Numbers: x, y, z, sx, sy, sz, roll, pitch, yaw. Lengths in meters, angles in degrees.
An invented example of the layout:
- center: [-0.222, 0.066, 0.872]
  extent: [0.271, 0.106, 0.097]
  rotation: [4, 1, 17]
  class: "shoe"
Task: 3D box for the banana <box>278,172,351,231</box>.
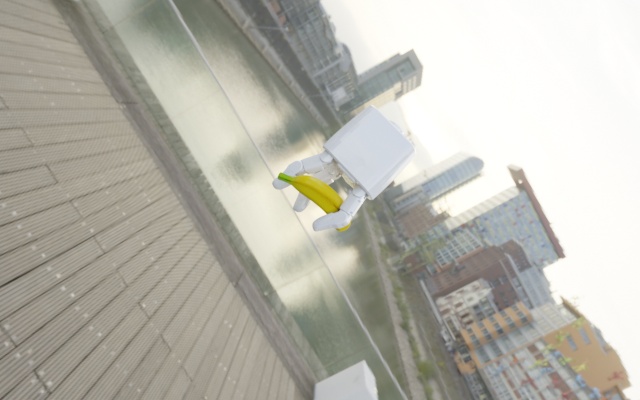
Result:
- center: [0.011, 0.006, 0.788]
  extent: [0.069, 0.037, 0.198]
  rotation: [22, -16, 42]
  class: "banana"
